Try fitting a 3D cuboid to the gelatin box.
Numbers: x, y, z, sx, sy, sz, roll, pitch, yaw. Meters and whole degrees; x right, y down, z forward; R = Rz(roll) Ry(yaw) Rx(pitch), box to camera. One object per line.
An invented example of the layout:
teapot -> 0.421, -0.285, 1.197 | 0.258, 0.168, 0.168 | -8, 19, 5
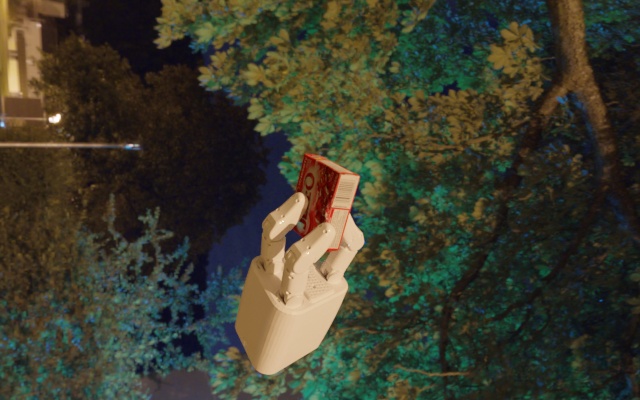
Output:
gelatin box -> 0.001, 0.001, 0.524 | 0.030, 0.089, 0.073 | 5, 18, -35
